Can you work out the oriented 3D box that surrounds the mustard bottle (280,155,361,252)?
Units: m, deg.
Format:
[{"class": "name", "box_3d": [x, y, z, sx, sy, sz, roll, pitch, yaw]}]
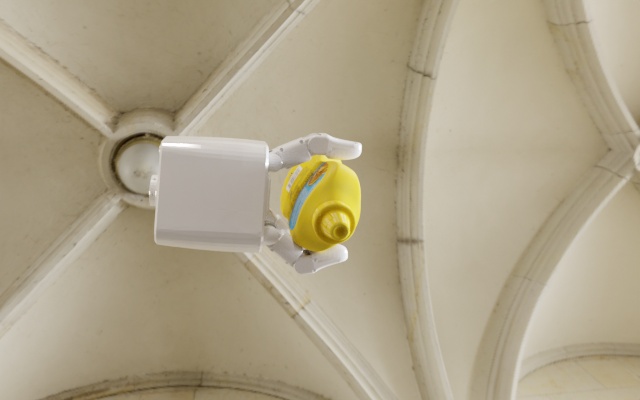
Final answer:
[{"class": "mustard bottle", "box_3d": [0.000, 0.002, 0.515, 0.058, 0.096, 0.191, 29, 9, -16]}]
